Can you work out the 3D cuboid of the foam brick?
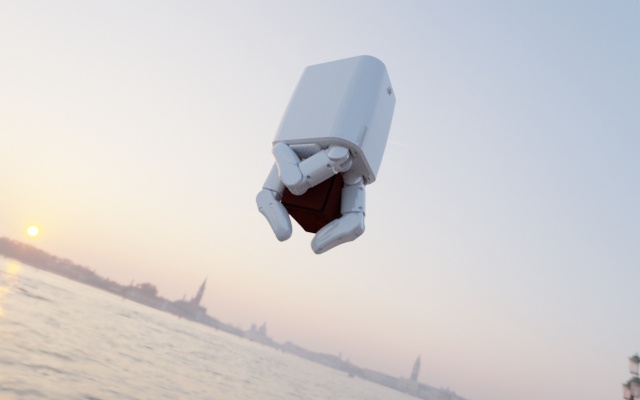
[{"bbox_3d":[0.000,0.002,0.519,0.053,0.051,0.078,10,-21,24],"label":"foam brick"}]
